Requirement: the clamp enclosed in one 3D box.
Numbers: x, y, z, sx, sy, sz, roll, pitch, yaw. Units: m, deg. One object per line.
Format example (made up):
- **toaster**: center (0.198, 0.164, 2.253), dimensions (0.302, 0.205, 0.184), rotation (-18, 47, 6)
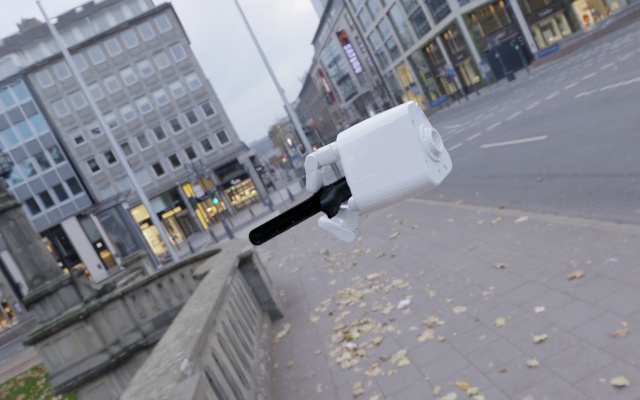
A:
- **clamp**: center (0.000, 0.001, 0.696), dimensions (0.164, 0.036, 0.210), rotation (-22, 7, 35)
